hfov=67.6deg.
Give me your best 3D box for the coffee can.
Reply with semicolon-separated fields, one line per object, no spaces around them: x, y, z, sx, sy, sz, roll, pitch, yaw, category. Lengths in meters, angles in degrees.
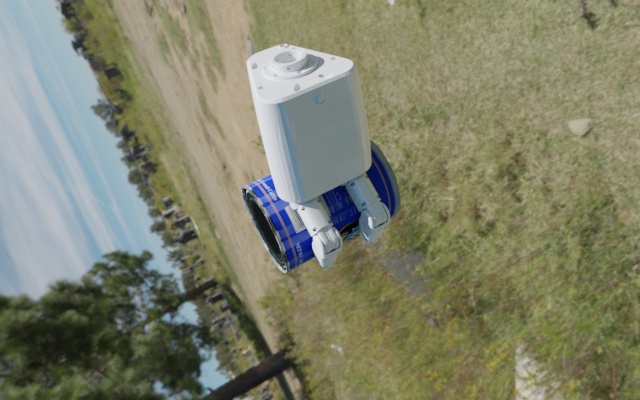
0.000;0.002;0.520;0.140;0.103;0.103;-26;8;-17;coffee can
